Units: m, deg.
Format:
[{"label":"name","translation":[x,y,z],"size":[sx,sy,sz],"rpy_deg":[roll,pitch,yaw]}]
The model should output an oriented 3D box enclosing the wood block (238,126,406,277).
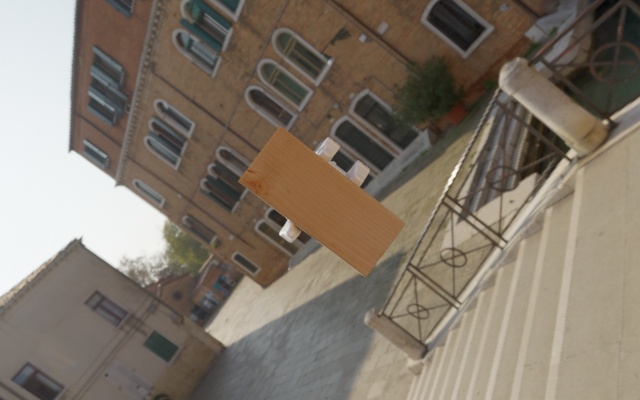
[{"label":"wood block","translation":[0.000,0.002,0.652],"size":[0.206,0.091,0.090],"rpy_deg":[37,-3,-5]}]
